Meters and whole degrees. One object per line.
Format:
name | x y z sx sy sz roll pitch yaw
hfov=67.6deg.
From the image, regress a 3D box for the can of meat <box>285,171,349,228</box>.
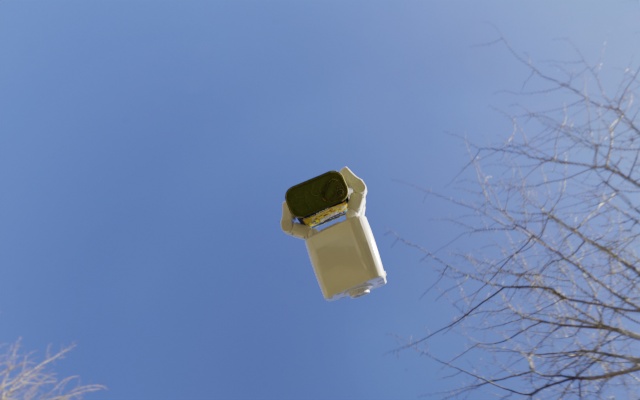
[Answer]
can of meat | 0.000 0.003 0.809 0.102 0.057 0.084 -23 -22 2
